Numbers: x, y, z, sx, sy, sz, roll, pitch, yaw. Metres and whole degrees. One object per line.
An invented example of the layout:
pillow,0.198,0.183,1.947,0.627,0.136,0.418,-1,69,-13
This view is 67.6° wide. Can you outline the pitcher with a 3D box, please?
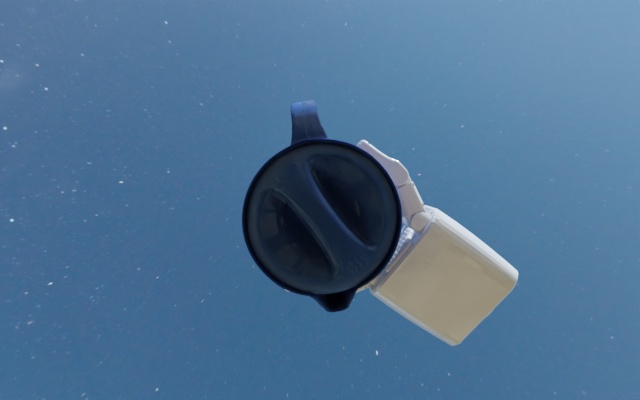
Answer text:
pitcher,0.000,0.002,0.508,0.145,0.149,0.243,34,1,-1
